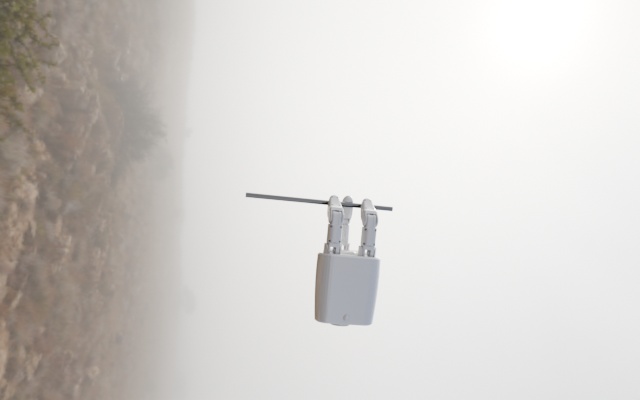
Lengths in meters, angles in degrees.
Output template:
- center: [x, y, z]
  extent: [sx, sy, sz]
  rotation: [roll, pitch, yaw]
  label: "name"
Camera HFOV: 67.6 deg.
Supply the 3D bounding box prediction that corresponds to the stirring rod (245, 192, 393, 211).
- center: [0.000, 0.003, 0.772]
  extent: [0.239, 0.011, 0.011]
  rotation: [6, -1, -8]
  label: "stirring rod"
